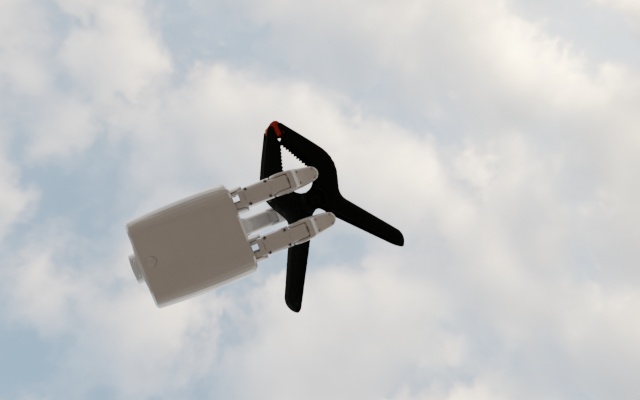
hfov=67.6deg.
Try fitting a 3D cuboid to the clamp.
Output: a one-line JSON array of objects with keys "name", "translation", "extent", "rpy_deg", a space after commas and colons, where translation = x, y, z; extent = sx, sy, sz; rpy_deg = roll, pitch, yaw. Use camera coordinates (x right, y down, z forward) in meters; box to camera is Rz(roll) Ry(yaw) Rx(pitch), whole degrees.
[{"name": "clamp", "translation": [-0.001, 0.002, 0.558], "extent": [0.164, 0.210, 0.036], "rpy_deg": [-21, -1, -21]}]
